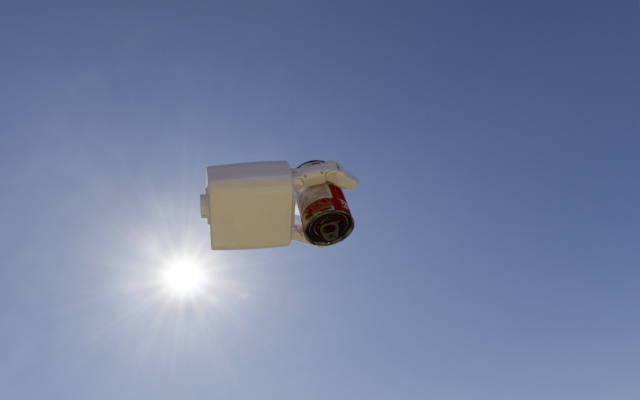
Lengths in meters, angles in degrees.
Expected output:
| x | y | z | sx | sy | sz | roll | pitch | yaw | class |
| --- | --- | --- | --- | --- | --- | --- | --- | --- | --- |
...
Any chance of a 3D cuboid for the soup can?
| x | y | z | sx | sy | sz | roll | pitch | yaw | class |
| --- | --- | --- | --- | --- | --- | --- | --- | --- | --- |
| 0.001 | 0.002 | 0.653 | 0.068 | 0.102 | 0.069 | -10 | -43 | -9 | soup can |
